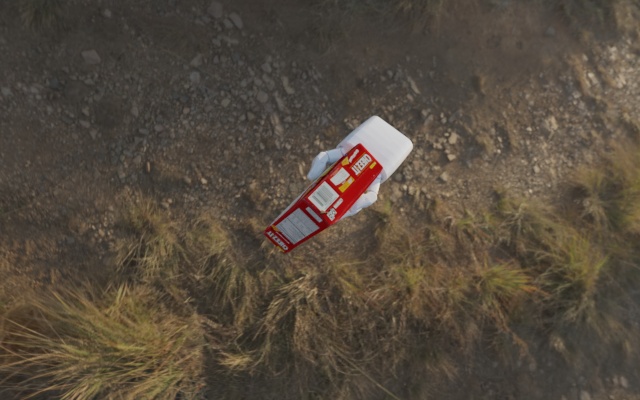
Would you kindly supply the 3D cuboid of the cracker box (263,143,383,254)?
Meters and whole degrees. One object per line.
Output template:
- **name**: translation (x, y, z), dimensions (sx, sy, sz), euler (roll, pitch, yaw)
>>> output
- **cracker box**: translation (0.000, 0.003, 0.883), dimensions (0.164, 0.072, 0.214), euler (-46, 4, -30)
